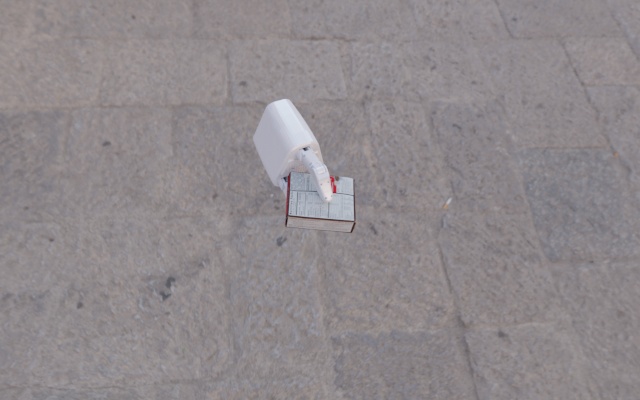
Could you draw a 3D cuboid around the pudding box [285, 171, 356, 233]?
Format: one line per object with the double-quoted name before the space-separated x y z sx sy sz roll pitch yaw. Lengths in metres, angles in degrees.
"pudding box" 0.000 0.002 0.779 0.113 0.090 0.039 5 -33 -5
